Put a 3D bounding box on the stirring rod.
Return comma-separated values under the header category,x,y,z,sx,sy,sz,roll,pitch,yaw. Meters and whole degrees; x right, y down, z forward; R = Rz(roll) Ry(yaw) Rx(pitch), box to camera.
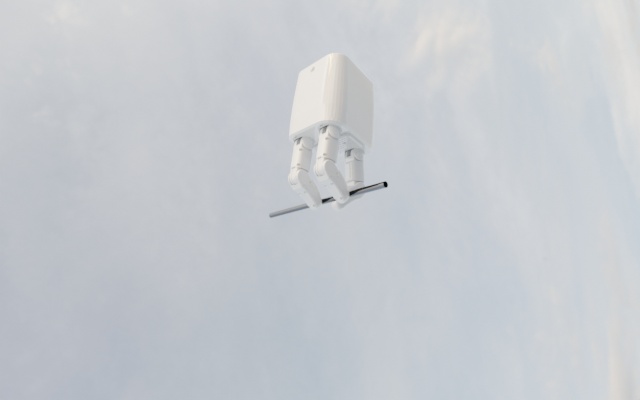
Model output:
category,x,y,z,sx,sy,sz,roll,pitch,yaw
stirring rod,0.000,0.002,0.655,0.011,0.011,0.239,0,-10,-41
